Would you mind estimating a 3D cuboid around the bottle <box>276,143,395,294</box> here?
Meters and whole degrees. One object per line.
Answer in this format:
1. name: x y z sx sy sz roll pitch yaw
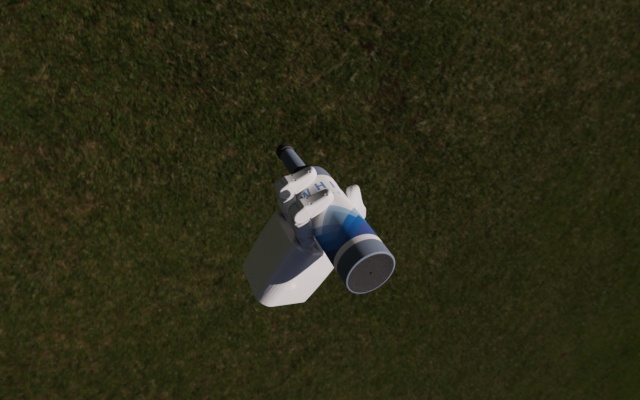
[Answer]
1. bottle: 0.000 0.002 0.667 0.069 0.069 0.295 0 35 -30
